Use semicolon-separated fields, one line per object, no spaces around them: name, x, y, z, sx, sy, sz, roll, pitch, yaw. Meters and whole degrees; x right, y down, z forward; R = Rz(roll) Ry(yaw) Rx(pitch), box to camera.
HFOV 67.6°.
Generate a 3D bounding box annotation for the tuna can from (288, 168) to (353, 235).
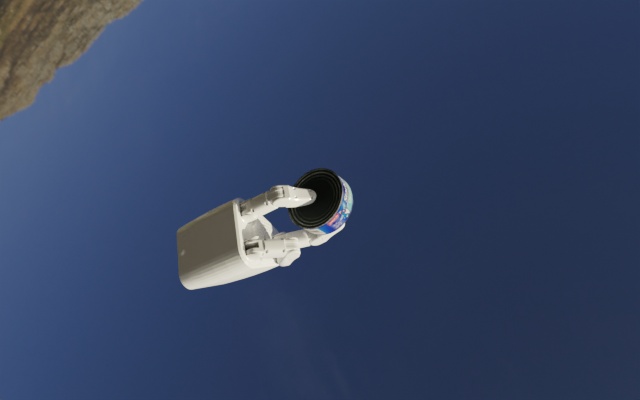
tuna can;0.000;0.002;0.638;0.086;0.086;0.034;0;-21;34
